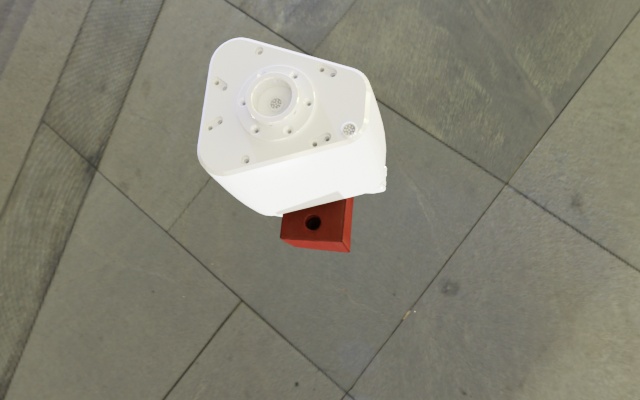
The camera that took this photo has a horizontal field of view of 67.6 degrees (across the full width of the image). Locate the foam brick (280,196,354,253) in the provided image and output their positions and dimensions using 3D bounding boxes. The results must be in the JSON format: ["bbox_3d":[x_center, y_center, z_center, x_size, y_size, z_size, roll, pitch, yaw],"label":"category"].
[{"bbox_3d":[0.000,0.002,0.406,0.053,0.078,0.051,3,-12,11],"label":"foam brick"}]
